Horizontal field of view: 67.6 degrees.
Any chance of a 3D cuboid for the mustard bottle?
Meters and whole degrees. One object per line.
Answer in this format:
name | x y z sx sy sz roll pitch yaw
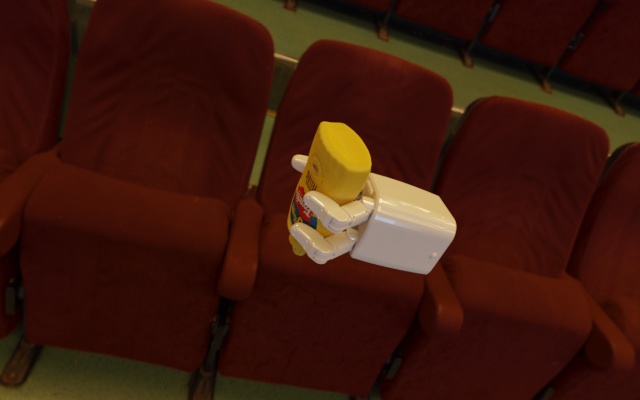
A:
mustard bottle | 0.000 0.002 0.611 0.058 0.192 0.096 -1 44 -28
